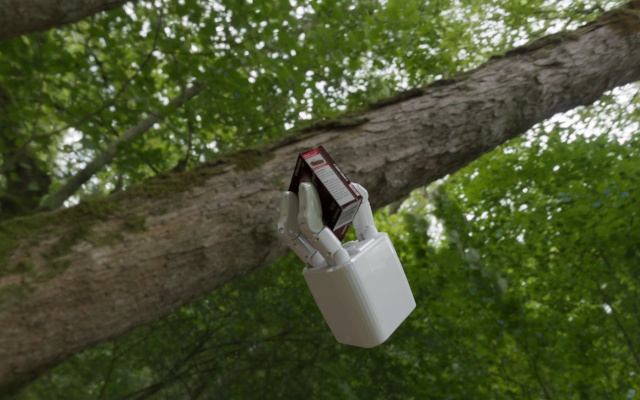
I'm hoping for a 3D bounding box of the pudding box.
[{"bbox_3d":[0.000,0.002,0.591,0.039,0.090,0.114,-25,-24,-31],"label":"pudding box"}]
